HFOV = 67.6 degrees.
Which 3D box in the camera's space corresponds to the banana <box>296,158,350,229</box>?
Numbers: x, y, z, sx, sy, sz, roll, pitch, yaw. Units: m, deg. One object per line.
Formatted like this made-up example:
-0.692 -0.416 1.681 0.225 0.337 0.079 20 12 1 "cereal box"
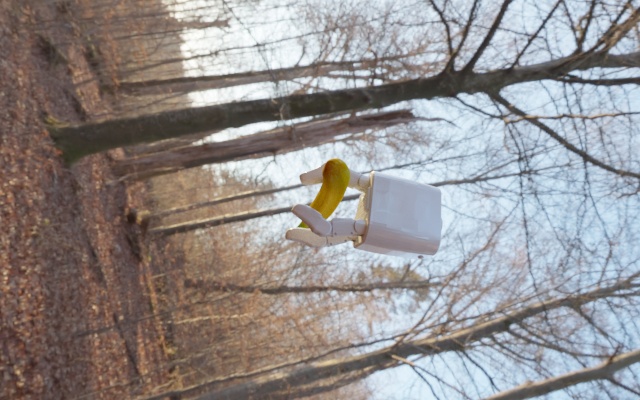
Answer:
0.010 -0.008 0.667 0.037 0.069 0.198 37 -34 8 "banana"
